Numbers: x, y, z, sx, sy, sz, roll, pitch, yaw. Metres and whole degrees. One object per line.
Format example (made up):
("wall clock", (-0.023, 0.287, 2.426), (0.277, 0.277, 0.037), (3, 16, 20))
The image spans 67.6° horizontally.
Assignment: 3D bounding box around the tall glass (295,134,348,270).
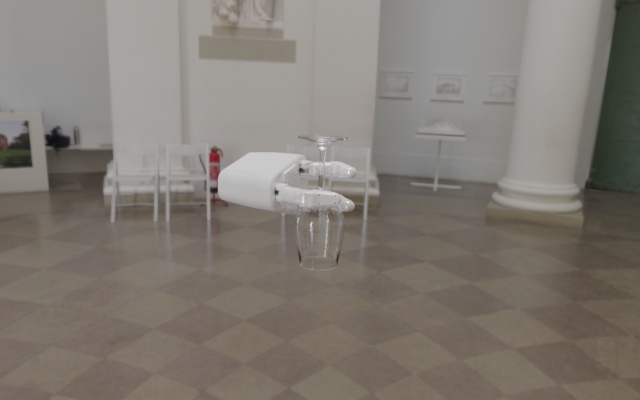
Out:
("tall glass", (0.000, 0.002, 0.732), (0.079, 0.201, 0.079), (2, 13, 0))
